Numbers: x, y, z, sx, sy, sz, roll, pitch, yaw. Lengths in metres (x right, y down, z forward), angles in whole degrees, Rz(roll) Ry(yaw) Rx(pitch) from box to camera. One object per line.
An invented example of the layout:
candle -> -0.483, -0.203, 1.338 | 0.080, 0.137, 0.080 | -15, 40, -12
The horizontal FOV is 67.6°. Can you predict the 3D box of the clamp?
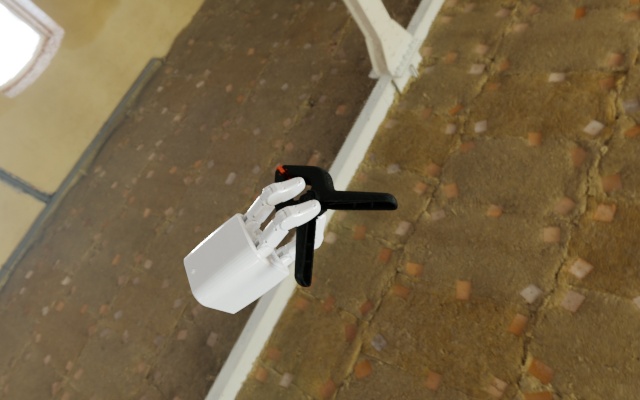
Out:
clamp -> 0.000, 0.002, 0.669 | 0.036, 0.164, 0.209 | 52, 2, -44
